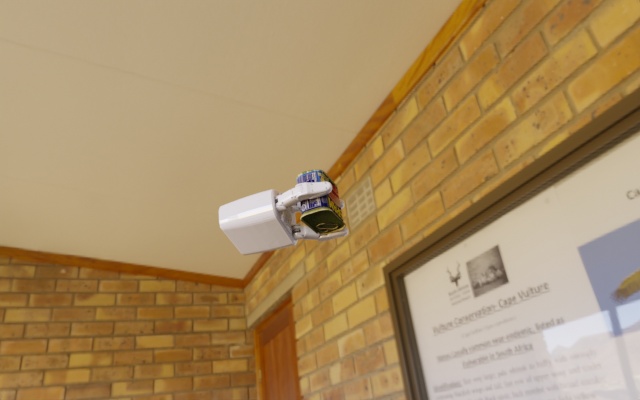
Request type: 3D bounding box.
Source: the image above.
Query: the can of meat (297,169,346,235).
[{"bbox_3d":[0.000,0.002,0.843,0.057,0.084,0.102,-18,-28,16],"label":"can of meat"}]
